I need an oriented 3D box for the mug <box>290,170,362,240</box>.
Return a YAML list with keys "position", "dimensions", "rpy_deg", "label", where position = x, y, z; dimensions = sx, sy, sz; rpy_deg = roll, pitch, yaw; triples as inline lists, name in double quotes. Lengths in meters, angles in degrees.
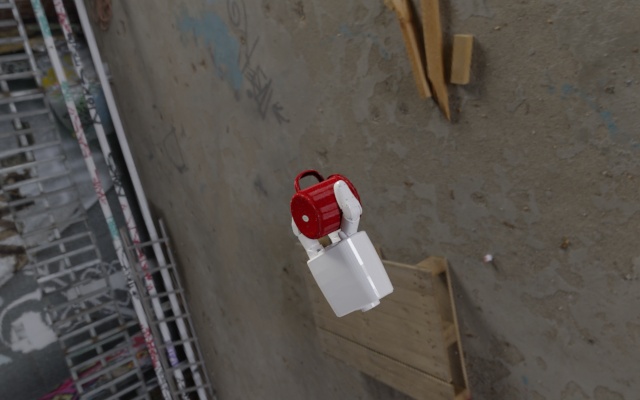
- position: [-0.001, 0.001, 0.772]
  dimensions: [0.081, 0.117, 0.093]
  rpy_deg: [-23, -12, -34]
  label: "mug"
